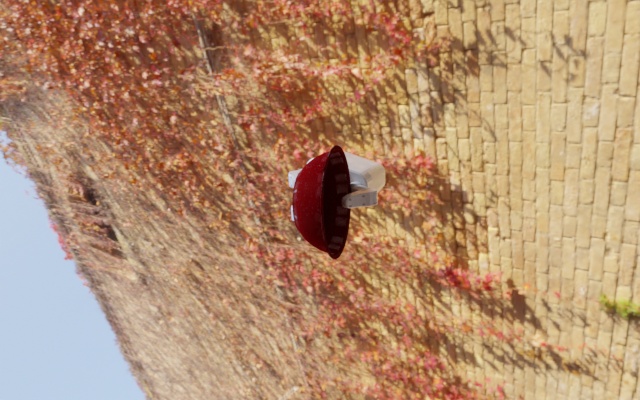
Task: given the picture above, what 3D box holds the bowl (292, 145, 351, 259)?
[{"bbox_3d":[-0.001,0.002,0.683,0.055,0.162,0.162,1,0,16],"label":"bowl"}]
